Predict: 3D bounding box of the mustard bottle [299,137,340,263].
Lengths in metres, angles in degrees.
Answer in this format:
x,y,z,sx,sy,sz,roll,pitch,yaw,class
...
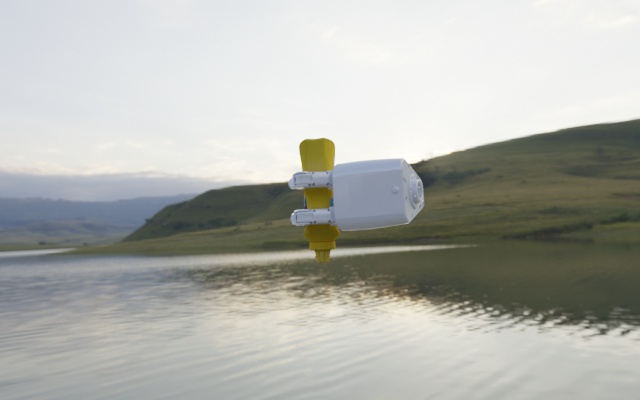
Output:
x,y,z,sx,sy,sz,roll,pitch,yaw,class
0.000,0.002,0.758,0.058,0.191,0.096,-4,-4,3,mustard bottle
